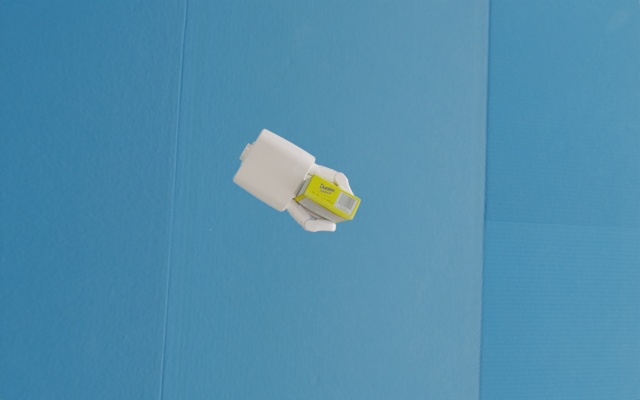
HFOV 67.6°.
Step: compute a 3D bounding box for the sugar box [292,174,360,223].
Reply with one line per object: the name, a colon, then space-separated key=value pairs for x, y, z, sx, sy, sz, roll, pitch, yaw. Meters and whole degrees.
sugar box: x=0.000 y=0.002 z=0.866 sx=0.093 sy=0.048 sz=0.176 roll=30 pitch=-9 yaw=-10
